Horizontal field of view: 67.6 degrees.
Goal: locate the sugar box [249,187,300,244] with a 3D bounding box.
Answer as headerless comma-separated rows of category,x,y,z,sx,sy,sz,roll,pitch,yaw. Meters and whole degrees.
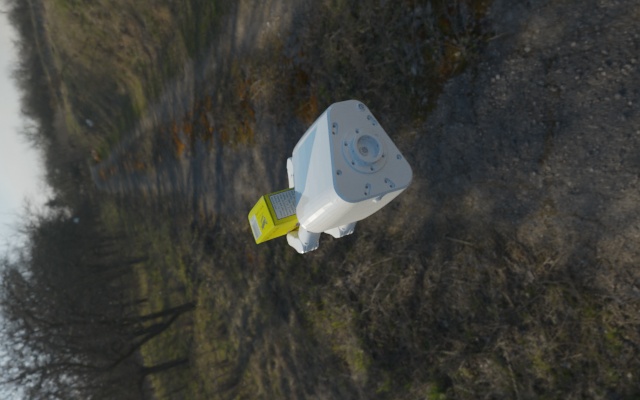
sugar box,0.000,0.003,0.625,0.176,0.048,0.093,-15,-11,-25
